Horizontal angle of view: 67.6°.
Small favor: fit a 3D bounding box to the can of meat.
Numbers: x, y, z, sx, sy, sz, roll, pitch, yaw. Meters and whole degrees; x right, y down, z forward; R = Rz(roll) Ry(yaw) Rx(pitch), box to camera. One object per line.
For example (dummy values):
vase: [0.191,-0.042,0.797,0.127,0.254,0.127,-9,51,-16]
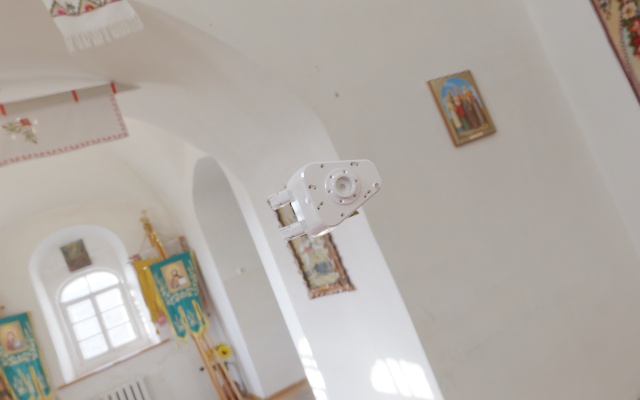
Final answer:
can of meat: [0.000,0.002,0.785,0.102,0.084,0.057,-21,-3,-13]
